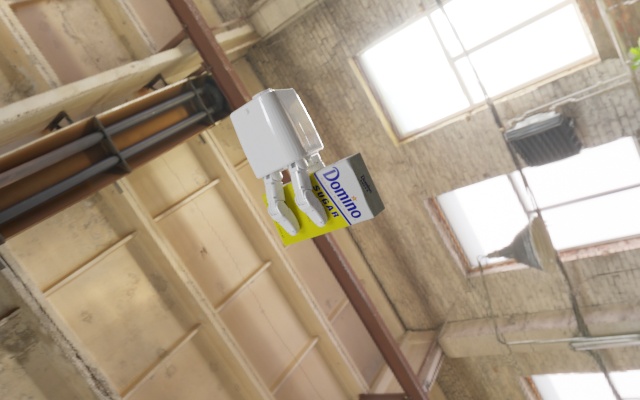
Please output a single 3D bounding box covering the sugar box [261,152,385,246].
[{"bbox_3d":[0.000,0.002,0.720,0.176,0.093,0.048,-21,7,39],"label":"sugar box"}]
